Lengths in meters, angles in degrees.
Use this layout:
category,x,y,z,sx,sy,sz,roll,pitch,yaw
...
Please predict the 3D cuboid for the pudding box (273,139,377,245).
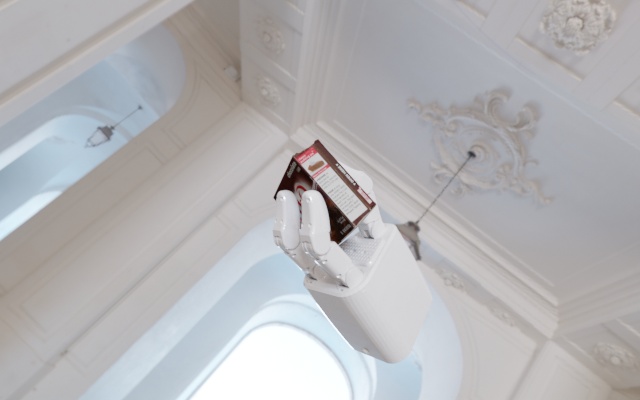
category,x,y,z,sx,sy,sz,roll,pitch,yaw
pudding box,0.000,0.002,0.494,0.039,0.090,0.113,-39,-7,-27
